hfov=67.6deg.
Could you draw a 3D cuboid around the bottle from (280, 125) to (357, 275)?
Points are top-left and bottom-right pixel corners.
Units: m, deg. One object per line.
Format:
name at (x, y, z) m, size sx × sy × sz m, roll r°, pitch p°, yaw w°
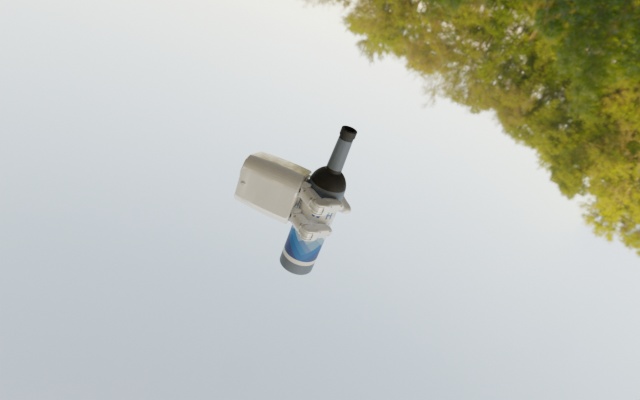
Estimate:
bottle at (0.000, 0.003, 0.848) m, size 0.069 × 0.296 × 0.069 m, roll 16°, pitch 30°, yaw -10°
